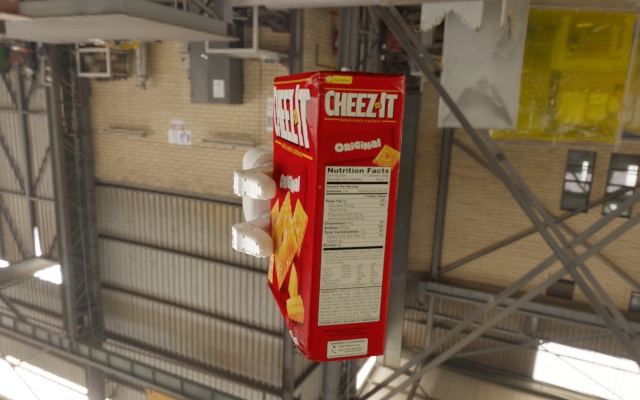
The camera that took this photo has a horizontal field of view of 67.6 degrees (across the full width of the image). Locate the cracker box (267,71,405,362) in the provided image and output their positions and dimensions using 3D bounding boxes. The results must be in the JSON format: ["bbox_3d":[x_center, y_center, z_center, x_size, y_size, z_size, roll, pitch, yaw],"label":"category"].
[{"bbox_3d":[0.000,0.002,0.412,0.072,0.214,0.164,-1,13,-16],"label":"cracker box"}]
